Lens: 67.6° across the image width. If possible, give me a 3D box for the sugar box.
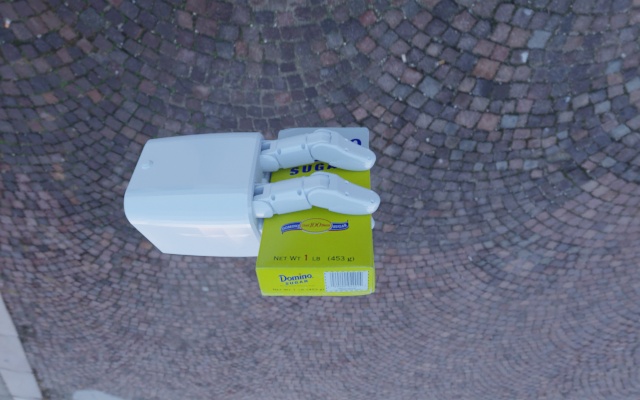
[{"bbox_3d":[0.000,0.001,0.432,0.093,0.176,0.048,0,-42,3],"label":"sugar box"}]
